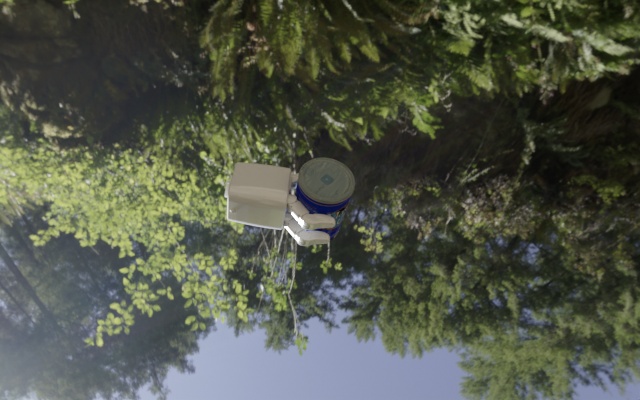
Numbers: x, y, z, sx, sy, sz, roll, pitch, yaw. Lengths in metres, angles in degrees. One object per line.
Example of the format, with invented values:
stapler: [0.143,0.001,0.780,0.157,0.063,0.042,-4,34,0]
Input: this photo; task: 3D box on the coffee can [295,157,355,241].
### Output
coffee can: [0.000,0.003,0.900,0.103,0.102,0.140,0,-36,-12]
